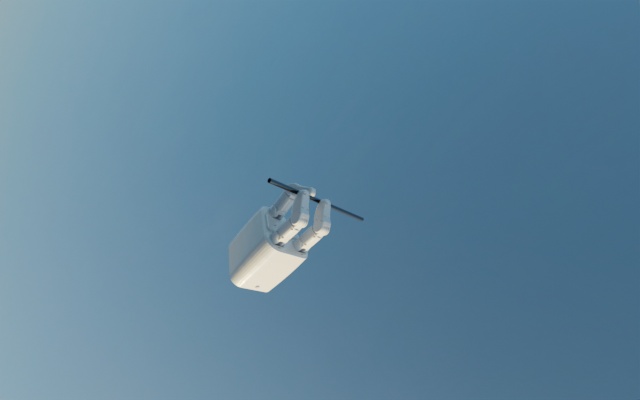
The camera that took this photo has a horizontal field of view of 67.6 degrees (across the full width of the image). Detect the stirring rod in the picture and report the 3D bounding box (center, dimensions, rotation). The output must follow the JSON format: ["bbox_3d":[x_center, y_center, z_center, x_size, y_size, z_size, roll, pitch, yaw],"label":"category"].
[{"bbox_3d":[0.000,0.003,0.809,0.011,0.011,0.239,0,-16,42],"label":"stirring rod"}]
